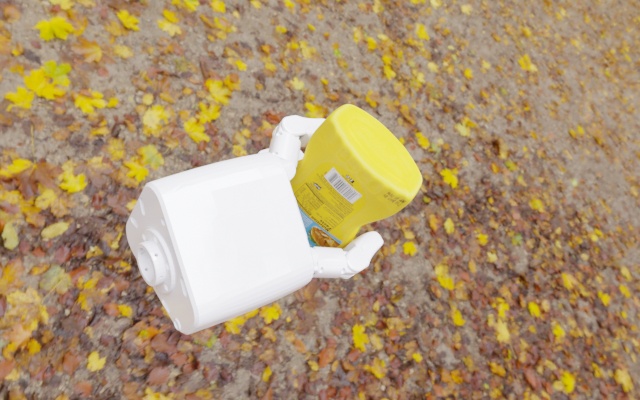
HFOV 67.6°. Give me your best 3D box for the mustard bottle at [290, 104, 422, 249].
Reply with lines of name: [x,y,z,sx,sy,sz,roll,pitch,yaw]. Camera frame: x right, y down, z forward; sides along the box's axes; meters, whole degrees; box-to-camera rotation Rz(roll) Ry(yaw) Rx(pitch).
mustard bottle: [0.000,0.001,0.451,0.192,0.096,0.058,-42,6,47]
